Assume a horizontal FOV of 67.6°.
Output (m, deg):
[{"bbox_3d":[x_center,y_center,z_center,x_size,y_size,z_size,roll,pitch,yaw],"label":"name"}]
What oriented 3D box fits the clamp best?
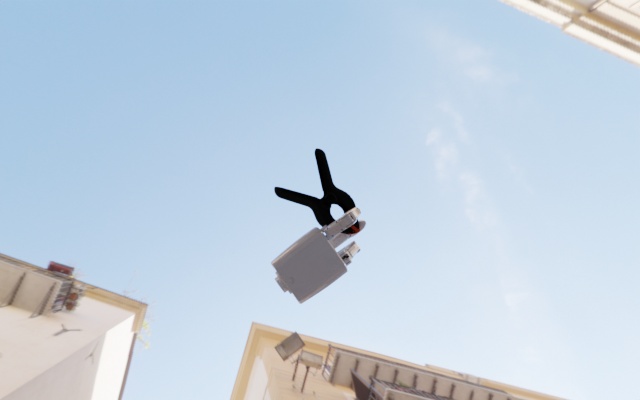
[{"bbox_3d":[0.000,0.003,0.873,0.120,0.171,0.039,-35,1,-11],"label":"clamp"}]
